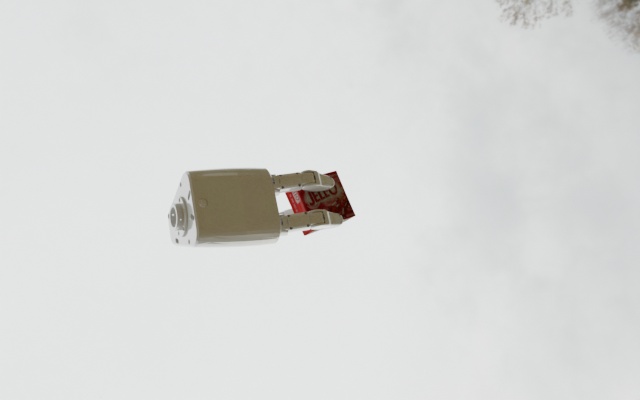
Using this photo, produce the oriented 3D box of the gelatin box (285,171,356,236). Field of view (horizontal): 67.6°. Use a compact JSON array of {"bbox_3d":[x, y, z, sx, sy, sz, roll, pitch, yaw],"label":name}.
[{"bbox_3d":[0.000,0.002,0.670,0.089,0.073,0.030,-16,-10,-44],"label":"gelatin box"}]
